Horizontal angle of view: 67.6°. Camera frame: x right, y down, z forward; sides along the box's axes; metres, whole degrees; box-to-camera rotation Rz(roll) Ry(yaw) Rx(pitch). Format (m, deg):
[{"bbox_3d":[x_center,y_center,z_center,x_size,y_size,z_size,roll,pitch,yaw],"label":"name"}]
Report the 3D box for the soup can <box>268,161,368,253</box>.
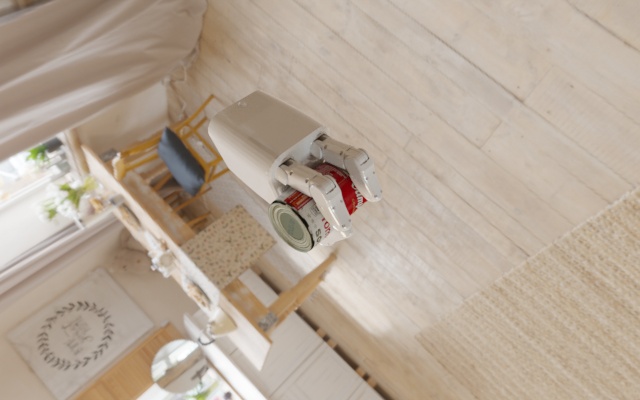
[{"bbox_3d":[0.000,0.002,0.531,0.102,0.068,0.068,-39,23,-31],"label":"soup can"}]
